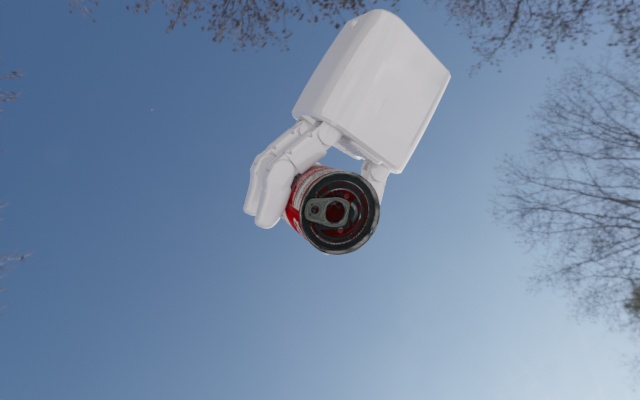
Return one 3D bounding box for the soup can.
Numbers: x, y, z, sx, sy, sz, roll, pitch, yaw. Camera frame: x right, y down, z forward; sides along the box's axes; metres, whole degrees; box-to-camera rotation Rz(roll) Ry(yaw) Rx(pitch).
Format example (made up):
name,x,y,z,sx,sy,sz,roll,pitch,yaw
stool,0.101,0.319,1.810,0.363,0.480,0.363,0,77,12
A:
name,x,y,z,sx,sy,sz,roll,pitch,yaw
soup can,0.000,0.002,0.423,0.068,0.068,0.102,0,10,-19
